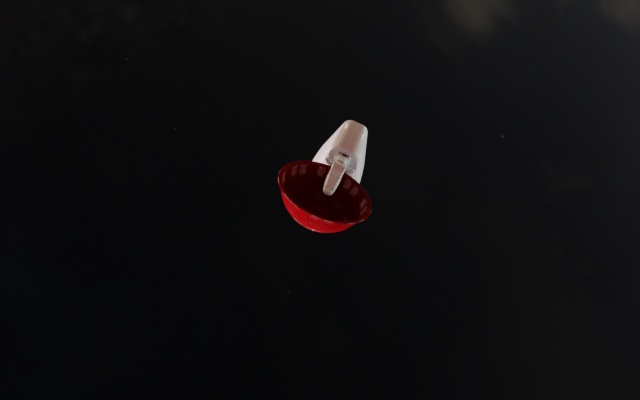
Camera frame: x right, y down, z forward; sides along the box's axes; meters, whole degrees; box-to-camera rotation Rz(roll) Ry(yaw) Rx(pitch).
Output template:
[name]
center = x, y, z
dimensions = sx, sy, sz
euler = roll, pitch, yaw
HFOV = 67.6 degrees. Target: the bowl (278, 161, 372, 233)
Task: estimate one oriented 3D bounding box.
[bowl]
center = -0.001, 0.003, 0.787
dimensions = 0.162, 0.055, 0.162
euler = 17, 34, -12
